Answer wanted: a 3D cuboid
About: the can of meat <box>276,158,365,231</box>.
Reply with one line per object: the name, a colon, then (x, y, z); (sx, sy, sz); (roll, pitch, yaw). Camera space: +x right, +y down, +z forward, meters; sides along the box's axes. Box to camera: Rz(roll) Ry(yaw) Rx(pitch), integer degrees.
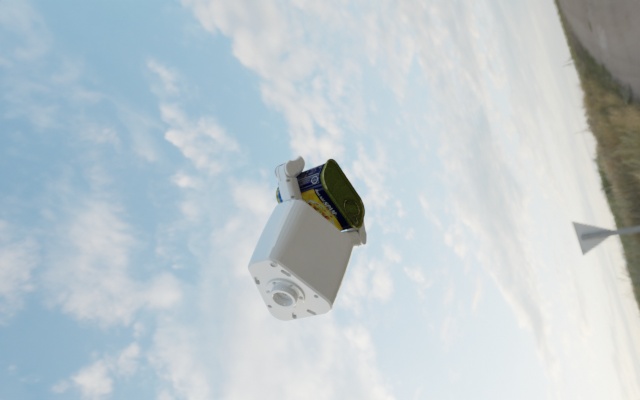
can of meat: (0.000, 0.002, 0.664); (0.084, 0.102, 0.057); (-18, 32, 31)
